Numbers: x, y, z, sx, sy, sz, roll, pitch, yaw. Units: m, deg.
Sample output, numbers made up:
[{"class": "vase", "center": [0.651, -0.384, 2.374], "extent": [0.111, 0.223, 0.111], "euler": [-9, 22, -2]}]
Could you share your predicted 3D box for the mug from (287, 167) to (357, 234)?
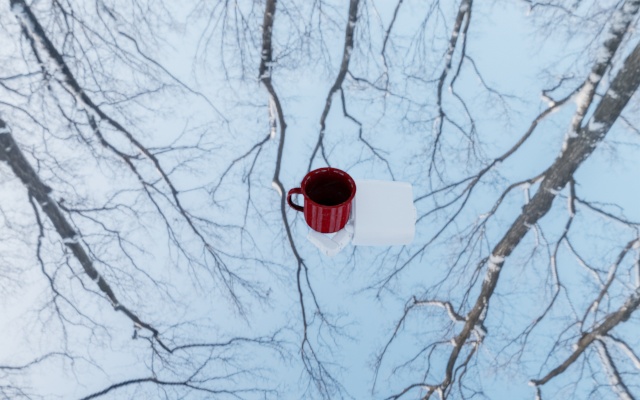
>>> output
[{"class": "mug", "center": [-0.001, 0.003, 0.821], "extent": [0.117, 0.093, 0.082], "euler": [3, -40, 0]}]
